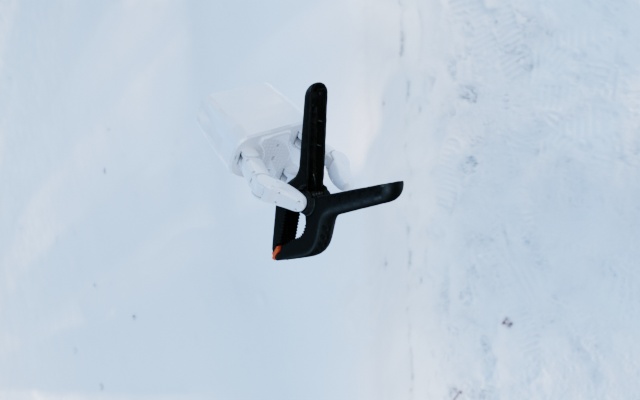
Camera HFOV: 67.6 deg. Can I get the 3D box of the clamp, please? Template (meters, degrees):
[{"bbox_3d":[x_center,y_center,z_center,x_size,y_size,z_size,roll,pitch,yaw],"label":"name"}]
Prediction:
[{"bbox_3d":[-0.001,0.002,0.522,0.036,0.210,0.164,-4,42,-38],"label":"clamp"}]
